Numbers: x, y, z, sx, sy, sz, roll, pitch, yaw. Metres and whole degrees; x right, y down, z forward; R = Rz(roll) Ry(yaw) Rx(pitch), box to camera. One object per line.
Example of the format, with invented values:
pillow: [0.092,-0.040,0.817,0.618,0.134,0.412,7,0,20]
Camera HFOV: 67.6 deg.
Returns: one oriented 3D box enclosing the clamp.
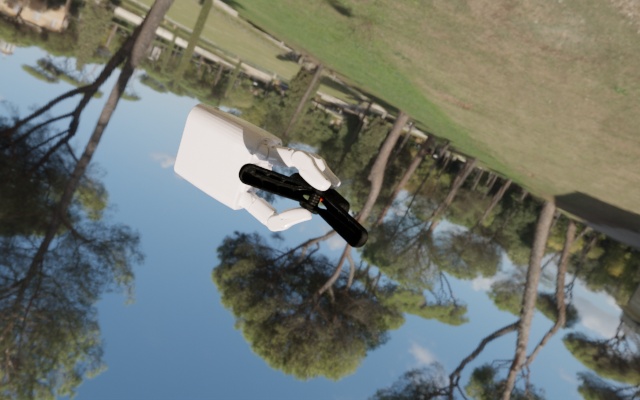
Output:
clamp: [0.000,0.003,0.621,0.164,0.036,0.210,32,9,11]
